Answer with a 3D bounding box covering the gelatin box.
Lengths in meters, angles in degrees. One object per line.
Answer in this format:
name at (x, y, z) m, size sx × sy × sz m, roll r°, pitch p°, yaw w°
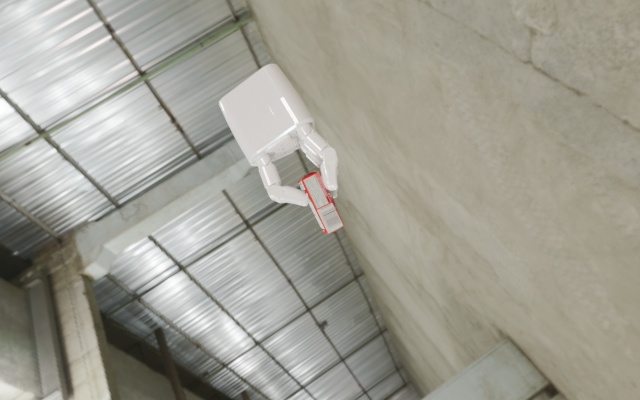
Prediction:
gelatin box at (0.000, 0.003, 0.698) m, size 0.030 × 0.089 × 0.073 m, roll -26°, pitch 2°, yaw -5°
